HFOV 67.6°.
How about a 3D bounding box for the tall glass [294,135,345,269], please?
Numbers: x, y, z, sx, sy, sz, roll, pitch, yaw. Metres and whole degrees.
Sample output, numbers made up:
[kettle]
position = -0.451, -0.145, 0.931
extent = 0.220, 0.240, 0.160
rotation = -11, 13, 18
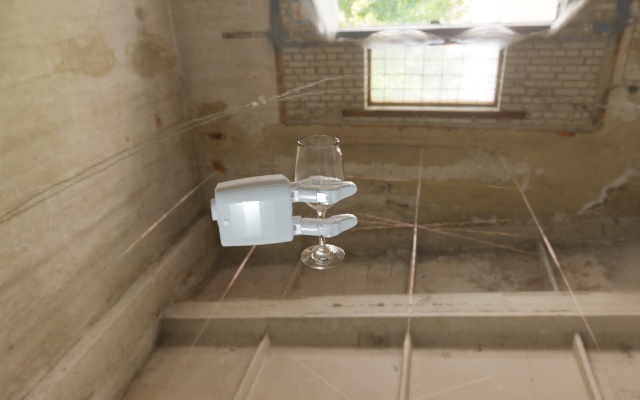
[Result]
[tall glass]
position = 0.000, 0.003, 0.747
extent = 0.079, 0.201, 0.079
rotation = -2, 25, 1
